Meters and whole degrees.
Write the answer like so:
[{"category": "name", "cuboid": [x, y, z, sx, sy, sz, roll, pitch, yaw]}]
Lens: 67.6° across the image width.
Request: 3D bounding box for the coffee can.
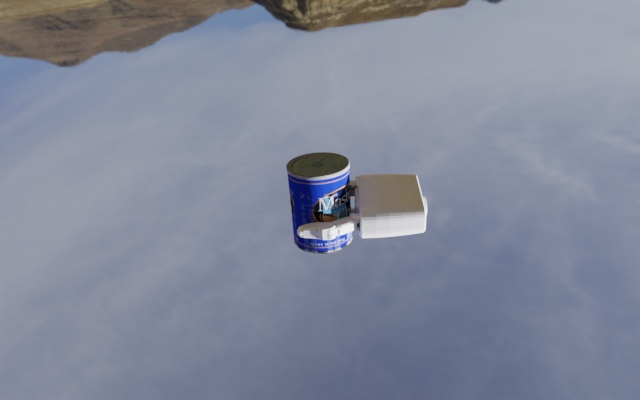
[{"category": "coffee can", "cuboid": [0.000, 0.003, 0.799, 0.103, 0.140, 0.102, -3, 27, 2]}]
